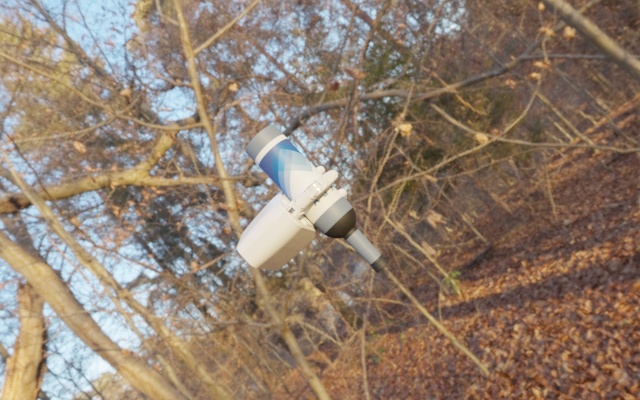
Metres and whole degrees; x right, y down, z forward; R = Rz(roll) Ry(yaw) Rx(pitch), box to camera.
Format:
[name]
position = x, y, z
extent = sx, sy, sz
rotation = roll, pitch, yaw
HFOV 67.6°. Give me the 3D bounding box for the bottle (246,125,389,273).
[bottle]
position = 0.000, 0.002, 0.785
extent = 0.069, 0.295, 0.069
rotation = -43, -6, -5
